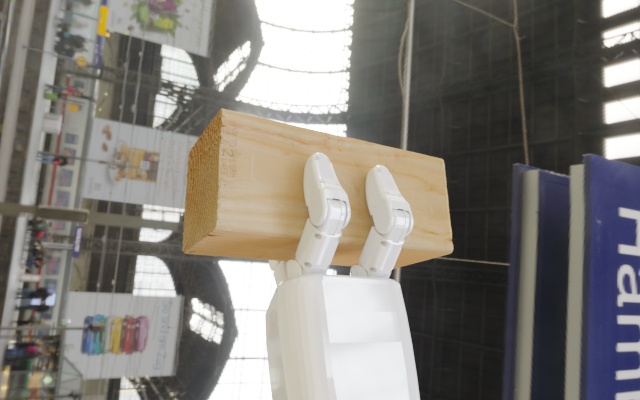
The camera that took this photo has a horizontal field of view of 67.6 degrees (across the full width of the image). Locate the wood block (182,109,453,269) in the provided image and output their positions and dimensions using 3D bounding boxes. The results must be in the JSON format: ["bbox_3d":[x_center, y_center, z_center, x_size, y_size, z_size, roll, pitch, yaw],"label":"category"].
[{"bbox_3d":[0.000,0.002,0.402,0.206,0.090,0.091,9,-21,-29],"label":"wood block"}]
